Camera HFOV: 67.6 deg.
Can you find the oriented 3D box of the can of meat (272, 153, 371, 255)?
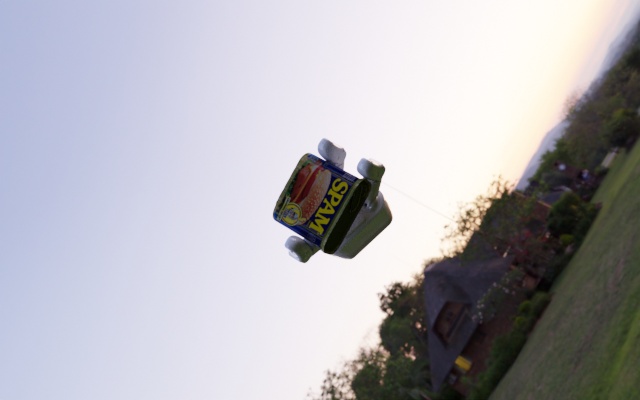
[{"bbox_3d":[0.000,0.002,0.590,0.084,0.102,0.057,29,0,22],"label":"can of meat"}]
